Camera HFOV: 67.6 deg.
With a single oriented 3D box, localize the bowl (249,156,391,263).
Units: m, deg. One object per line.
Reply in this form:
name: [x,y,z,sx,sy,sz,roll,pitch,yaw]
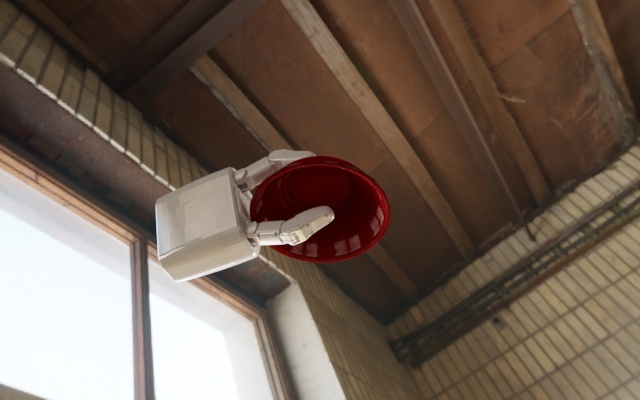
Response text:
bowl: [0.001,0.001,0.565,0.162,0.162,0.055,0,43,2]
